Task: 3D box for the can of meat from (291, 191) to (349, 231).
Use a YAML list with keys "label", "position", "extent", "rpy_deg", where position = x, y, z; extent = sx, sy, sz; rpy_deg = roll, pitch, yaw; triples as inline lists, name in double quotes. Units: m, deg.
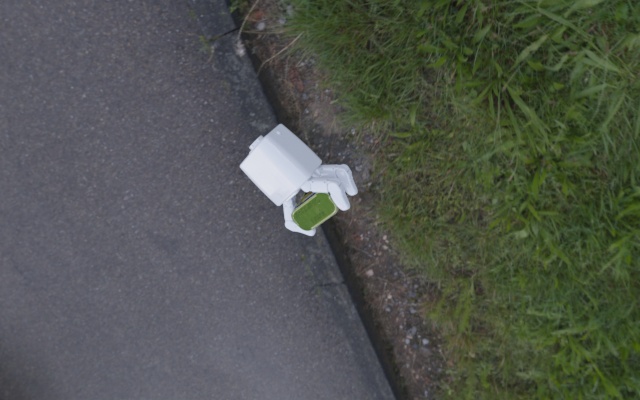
- label: "can of meat"
  position: [0.000, 0.003, 0.898]
  extent: [0.102, 0.057, 0.084]
  rpy_deg: [-37, 10, 31]
